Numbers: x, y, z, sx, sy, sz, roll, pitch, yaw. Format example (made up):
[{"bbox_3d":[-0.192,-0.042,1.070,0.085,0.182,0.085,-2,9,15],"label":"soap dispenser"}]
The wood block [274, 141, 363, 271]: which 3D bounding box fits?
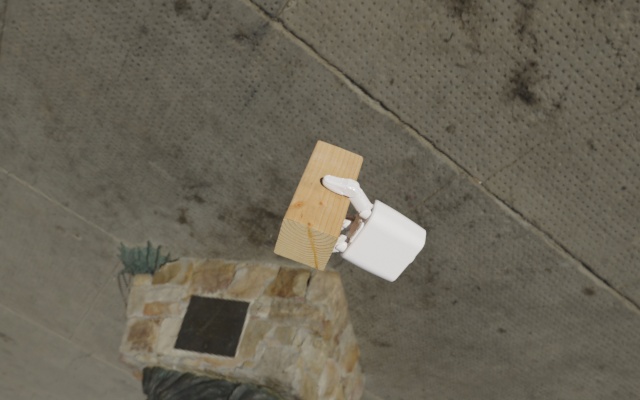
[{"bbox_3d":[0.001,0.003,0.818,0.090,0.091,0.206,21,45,0],"label":"wood block"}]
